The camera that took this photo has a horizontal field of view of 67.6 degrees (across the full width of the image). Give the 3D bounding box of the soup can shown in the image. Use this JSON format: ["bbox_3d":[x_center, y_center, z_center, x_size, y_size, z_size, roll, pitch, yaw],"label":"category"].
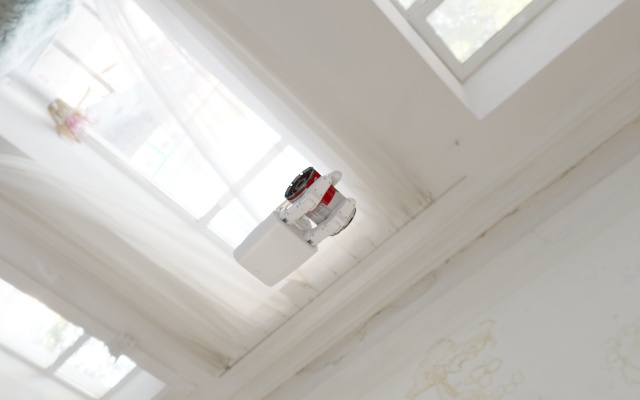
[{"bbox_3d":[0.001,0.002,0.773,0.102,0.068,0.068,42,-16,-19],"label":"soup can"}]
